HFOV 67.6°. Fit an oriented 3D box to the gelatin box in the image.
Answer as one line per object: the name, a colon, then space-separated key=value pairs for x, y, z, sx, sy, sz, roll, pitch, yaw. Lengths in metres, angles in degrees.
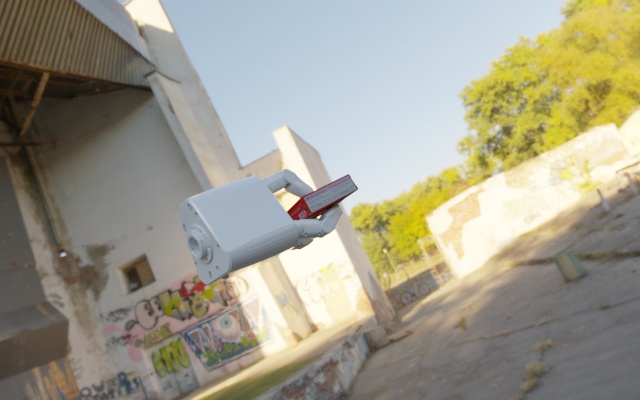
gelatin box: x=0.000 y=0.002 z=0.682 sx=0.089 sy=0.030 sz=0.073 roll=-28 pitch=-5 yaw=-29
